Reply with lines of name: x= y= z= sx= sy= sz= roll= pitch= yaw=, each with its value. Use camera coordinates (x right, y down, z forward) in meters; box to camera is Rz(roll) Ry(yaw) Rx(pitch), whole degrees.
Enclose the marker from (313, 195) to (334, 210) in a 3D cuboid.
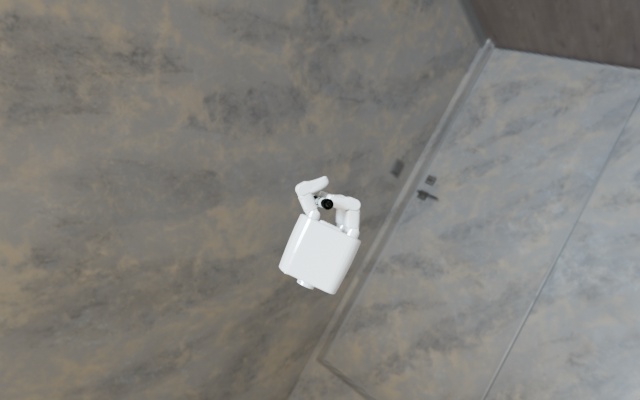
marker: x=0.000 y=0.003 z=0.834 sx=0.020 sy=0.020 sz=0.121 roll=0 pitch=4 yaw=-13
